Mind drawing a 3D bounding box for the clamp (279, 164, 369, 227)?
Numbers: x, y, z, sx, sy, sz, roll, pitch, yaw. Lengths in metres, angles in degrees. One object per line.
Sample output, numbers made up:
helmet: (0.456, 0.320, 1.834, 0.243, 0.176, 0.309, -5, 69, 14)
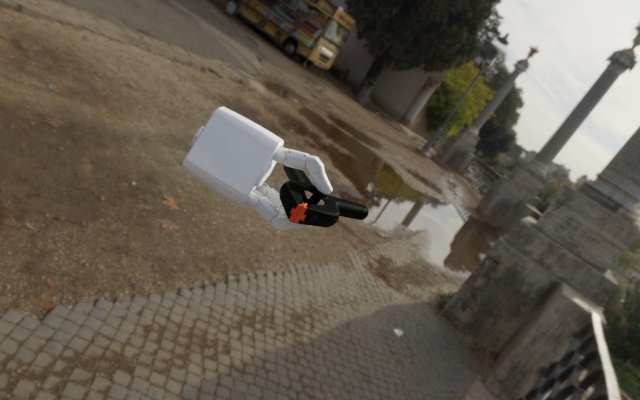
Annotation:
clamp: (0.000, 0.002, 0.722, 0.164, 0.036, 0.210, 30, 16, -2)
